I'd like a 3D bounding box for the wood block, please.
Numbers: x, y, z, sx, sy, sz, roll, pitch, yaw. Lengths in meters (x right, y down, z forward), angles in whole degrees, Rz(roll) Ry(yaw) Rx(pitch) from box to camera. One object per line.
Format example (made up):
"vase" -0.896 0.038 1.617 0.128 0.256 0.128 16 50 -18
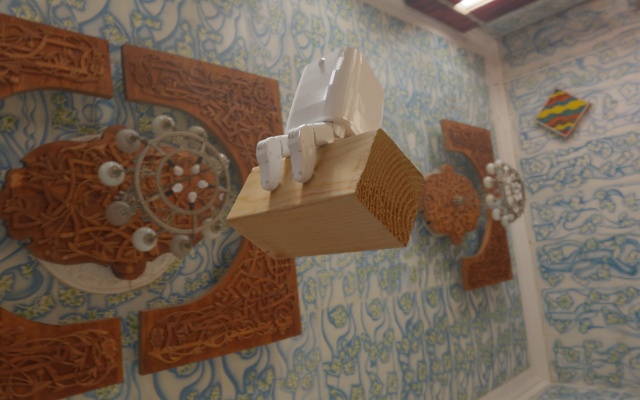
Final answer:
"wood block" 0.000 0.002 0.542 0.206 0.090 0.091 -12 -44 45
